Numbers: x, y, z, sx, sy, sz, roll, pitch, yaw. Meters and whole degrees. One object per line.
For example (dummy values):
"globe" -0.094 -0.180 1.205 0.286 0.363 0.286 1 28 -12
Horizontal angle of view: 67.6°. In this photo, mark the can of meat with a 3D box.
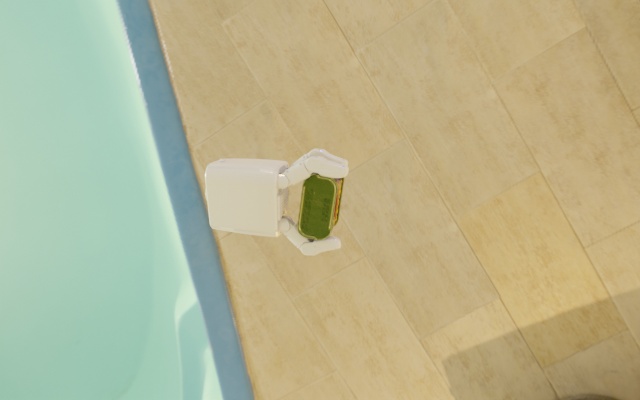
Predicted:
"can of meat" 0.000 0.003 0.723 0.057 0.102 0.084 9 13 6
